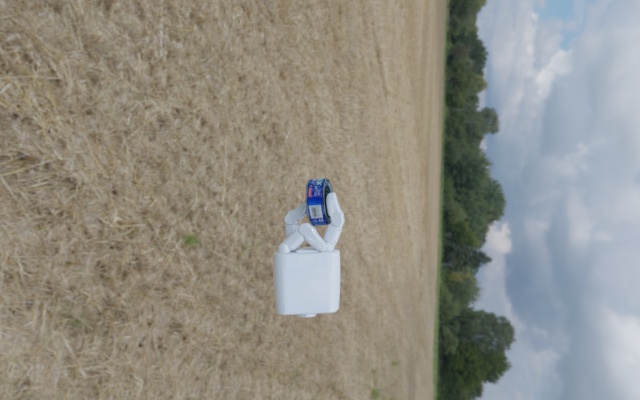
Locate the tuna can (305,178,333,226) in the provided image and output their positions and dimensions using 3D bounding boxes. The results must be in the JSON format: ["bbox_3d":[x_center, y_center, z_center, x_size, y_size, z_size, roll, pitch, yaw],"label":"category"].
[{"bbox_3d":[0.001,0.003,0.865,0.034,0.086,0.086,-4,-1,14],"label":"tuna can"}]
